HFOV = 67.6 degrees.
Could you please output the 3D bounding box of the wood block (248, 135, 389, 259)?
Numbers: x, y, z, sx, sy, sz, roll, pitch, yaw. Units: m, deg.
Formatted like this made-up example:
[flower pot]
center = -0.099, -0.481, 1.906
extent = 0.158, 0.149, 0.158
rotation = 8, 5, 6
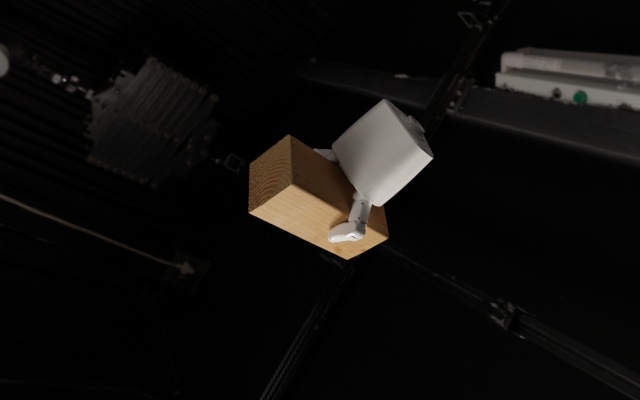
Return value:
[wood block]
center = 0.001, 0.002, 0.716
extent = 0.090, 0.090, 0.206
rotation = -32, -44, 32
